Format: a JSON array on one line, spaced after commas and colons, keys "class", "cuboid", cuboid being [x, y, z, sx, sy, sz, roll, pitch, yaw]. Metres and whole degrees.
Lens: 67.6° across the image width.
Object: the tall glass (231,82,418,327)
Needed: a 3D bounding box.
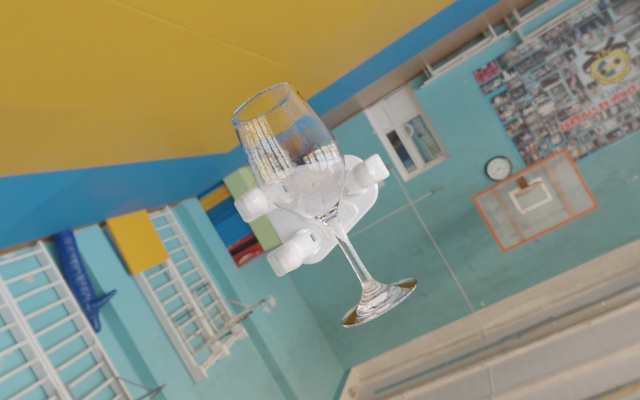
[{"class": "tall glass", "cuboid": [0.000, 0.002, 0.409, 0.079, 0.201, 0.079, -30, -1, 0]}]
